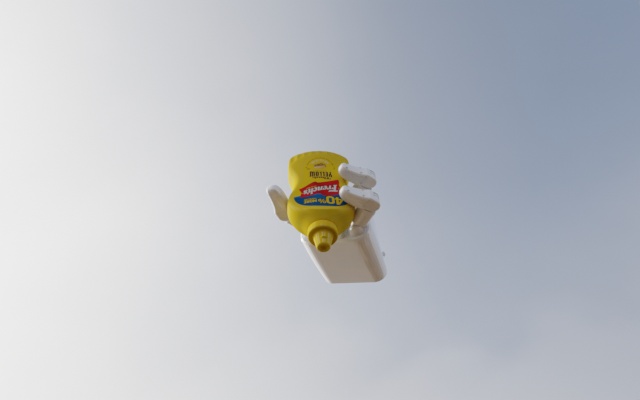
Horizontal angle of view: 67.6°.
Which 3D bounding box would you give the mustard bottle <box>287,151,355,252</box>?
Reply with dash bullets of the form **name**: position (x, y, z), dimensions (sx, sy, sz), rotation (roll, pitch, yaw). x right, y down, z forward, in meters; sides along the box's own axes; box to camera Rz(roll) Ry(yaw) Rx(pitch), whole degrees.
- **mustard bottle**: position (0.000, 0.002, 0.690), dimensions (0.096, 0.058, 0.191), rotation (2, 39, -4)
